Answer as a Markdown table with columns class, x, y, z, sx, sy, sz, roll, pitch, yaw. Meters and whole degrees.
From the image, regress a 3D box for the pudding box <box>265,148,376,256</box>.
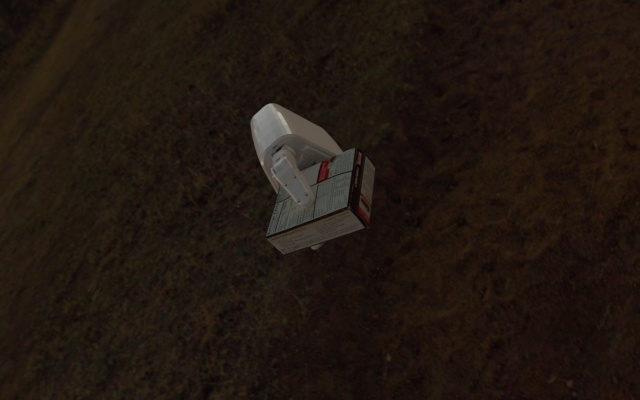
| class | x | y | z | sx | sy | sz | roll | pitch | yaw |
| --- | --- | --- | --- | --- | --- | --- | --- | --- | --- |
| pudding box | 0.000 | 0.002 | 0.508 | 0.113 | 0.090 | 0.039 | -22 | -50 | 33 |
